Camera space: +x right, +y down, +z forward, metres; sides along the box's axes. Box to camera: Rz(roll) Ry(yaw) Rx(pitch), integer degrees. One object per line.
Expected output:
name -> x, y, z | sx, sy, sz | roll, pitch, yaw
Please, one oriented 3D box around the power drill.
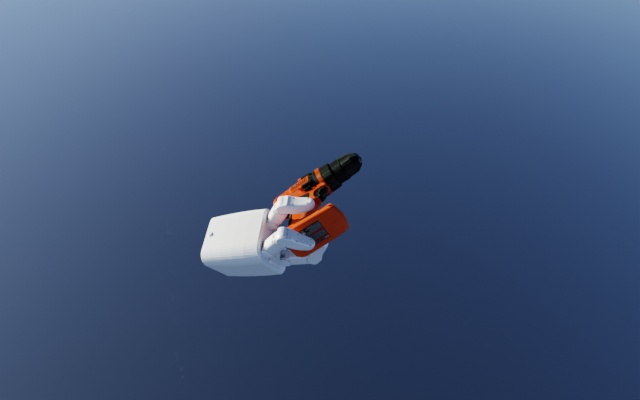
power drill -> 0.000, 0.003, 0.810 | 0.184, 0.057, 0.187 | -34, 22, 13
